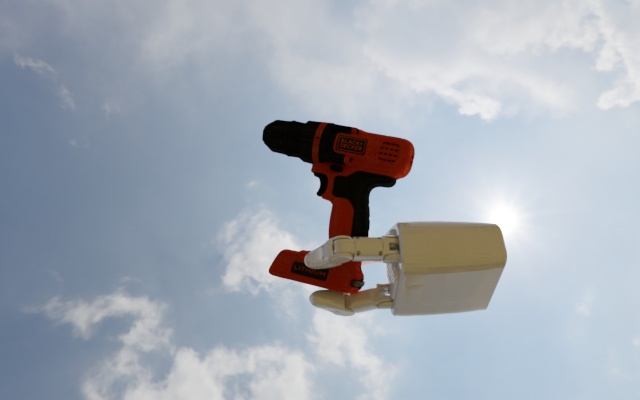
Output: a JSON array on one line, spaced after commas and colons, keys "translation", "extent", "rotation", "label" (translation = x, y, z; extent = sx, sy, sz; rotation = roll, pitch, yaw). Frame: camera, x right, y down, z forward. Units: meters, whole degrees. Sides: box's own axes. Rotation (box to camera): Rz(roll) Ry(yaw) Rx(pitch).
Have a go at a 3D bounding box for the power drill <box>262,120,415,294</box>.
[{"translation": [0.000, 0.002, 0.547], "extent": [0.184, 0.187, 0.057], "rotation": [12, -5, 20], "label": "power drill"}]
